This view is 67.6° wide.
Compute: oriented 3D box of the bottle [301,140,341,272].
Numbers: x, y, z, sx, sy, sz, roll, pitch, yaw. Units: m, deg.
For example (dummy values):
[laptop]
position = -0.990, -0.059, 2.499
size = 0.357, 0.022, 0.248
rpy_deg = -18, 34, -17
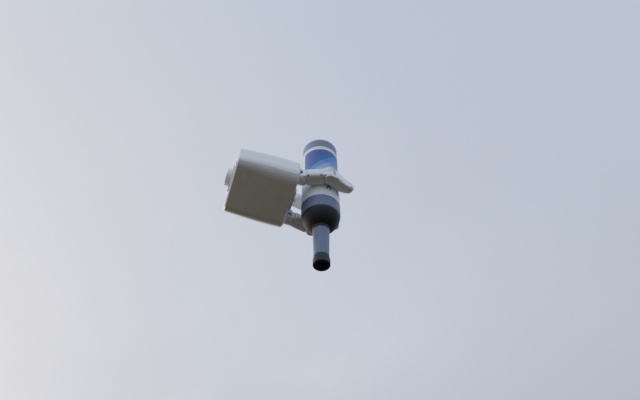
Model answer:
[bottle]
position = 0.000, 0.003, 0.826
size = 0.069, 0.069, 0.295
rpy_deg = 0, 40, -1
